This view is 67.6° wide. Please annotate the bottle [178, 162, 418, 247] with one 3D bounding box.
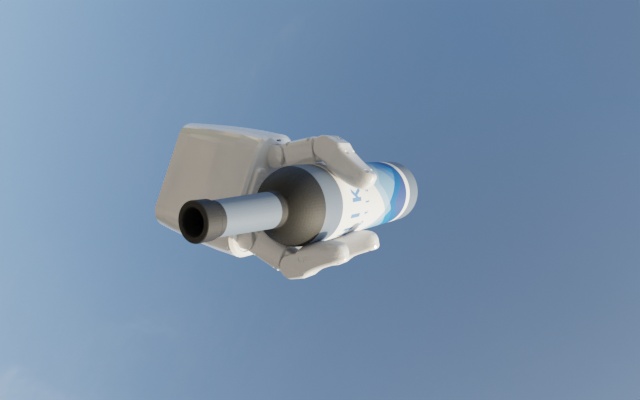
[{"bbox_3d":[0.000,0.001,0.417,0.069,0.069,0.295,0,5,32],"label":"bottle"}]
